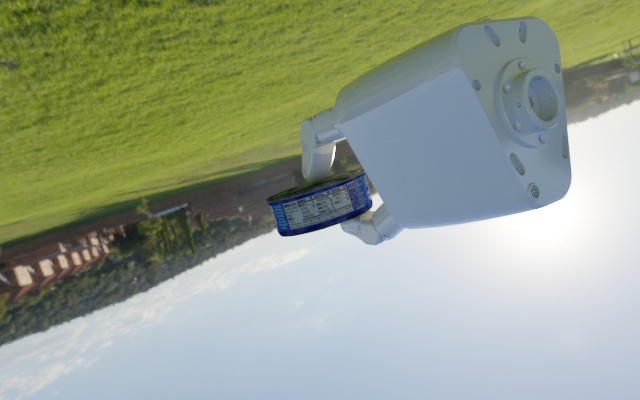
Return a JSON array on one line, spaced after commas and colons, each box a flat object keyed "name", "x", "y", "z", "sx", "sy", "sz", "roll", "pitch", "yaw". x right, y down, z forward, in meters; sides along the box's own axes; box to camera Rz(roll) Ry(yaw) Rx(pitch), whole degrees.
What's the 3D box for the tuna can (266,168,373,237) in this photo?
[{"name": "tuna can", "x": 0.000, "y": 0.002, "z": 0.403, "sx": 0.086, "sy": 0.034, "sz": 0.086, "roll": -17, "pitch": 6, "yaw": 2}]
